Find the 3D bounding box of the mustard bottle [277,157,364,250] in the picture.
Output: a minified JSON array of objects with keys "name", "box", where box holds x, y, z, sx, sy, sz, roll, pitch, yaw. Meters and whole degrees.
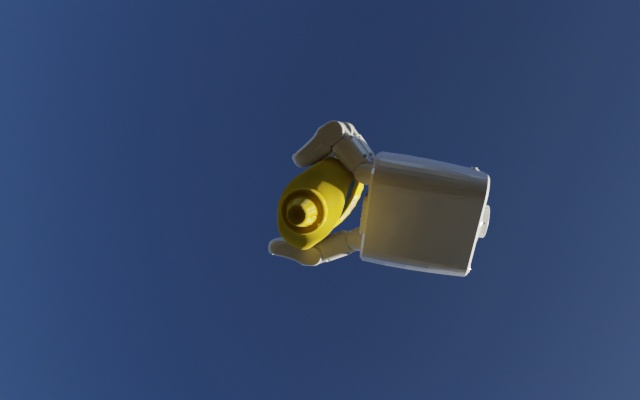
[{"name":"mustard bottle","box":[0.000,0.001,0.487,0.058,0.096,0.191,35,12,5]}]
